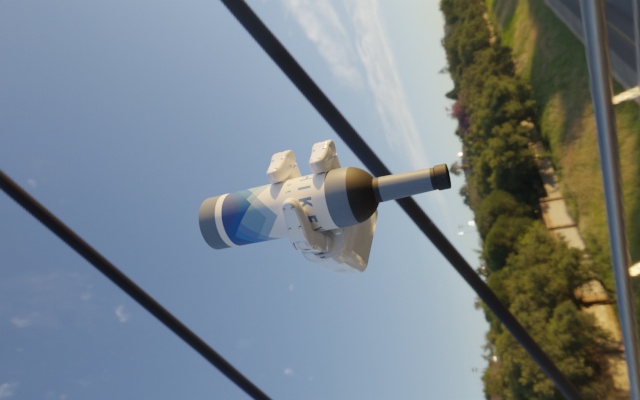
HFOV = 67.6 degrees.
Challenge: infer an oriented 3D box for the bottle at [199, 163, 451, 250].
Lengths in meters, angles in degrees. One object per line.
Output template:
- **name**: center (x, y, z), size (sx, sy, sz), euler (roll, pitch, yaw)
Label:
- **bottle**: center (0.000, 0.002, 0.554), size (0.296, 0.069, 0.069), euler (-12, -4, 21)
